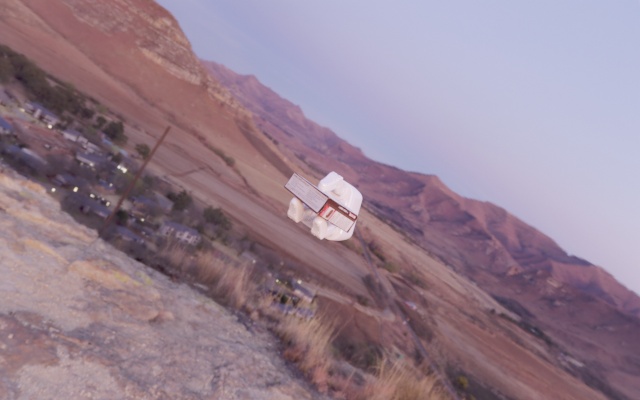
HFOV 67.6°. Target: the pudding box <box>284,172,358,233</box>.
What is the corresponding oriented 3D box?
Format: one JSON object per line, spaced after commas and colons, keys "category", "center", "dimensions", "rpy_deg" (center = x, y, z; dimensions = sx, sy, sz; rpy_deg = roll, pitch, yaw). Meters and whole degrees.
{"category": "pudding box", "center": [0.000, 0.003, 0.837], "dimensions": [0.090, 0.039, 0.113], "rpy_deg": [31, 3, -44]}
